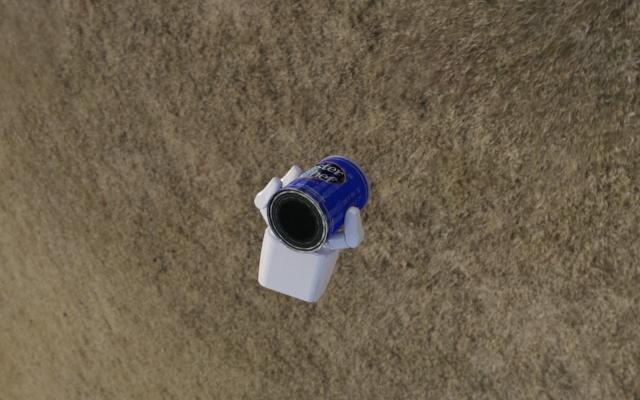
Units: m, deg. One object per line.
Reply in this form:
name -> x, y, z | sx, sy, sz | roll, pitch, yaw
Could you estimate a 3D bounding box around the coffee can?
coffee can -> 0.000, 0.002, 0.722 | 0.103, 0.103, 0.140 | 0, 23, 33
